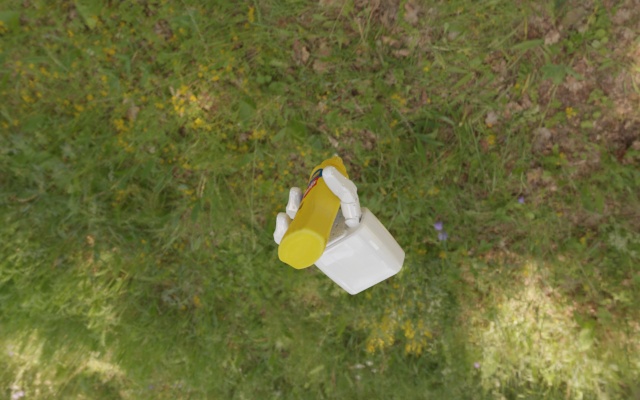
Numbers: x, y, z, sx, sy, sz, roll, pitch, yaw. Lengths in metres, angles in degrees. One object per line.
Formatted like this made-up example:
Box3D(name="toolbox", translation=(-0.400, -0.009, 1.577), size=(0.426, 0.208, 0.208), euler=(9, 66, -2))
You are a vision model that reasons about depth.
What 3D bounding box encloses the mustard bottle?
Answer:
Box3D(name="mustard bottle", translation=(0.000, 0.002, 0.702), size=(0.058, 0.191, 0.096), euler=(28, -41, -7))
